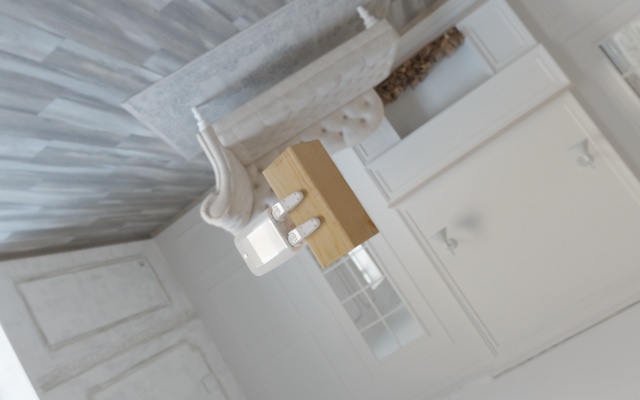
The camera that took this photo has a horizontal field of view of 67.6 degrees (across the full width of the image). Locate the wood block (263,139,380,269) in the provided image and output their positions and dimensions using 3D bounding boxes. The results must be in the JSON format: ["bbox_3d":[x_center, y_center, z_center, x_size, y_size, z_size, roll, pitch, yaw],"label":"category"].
[{"bbox_3d":[0.000,0.003,0.861,0.090,0.206,0.091,-39,-9,37],"label":"wood block"}]
